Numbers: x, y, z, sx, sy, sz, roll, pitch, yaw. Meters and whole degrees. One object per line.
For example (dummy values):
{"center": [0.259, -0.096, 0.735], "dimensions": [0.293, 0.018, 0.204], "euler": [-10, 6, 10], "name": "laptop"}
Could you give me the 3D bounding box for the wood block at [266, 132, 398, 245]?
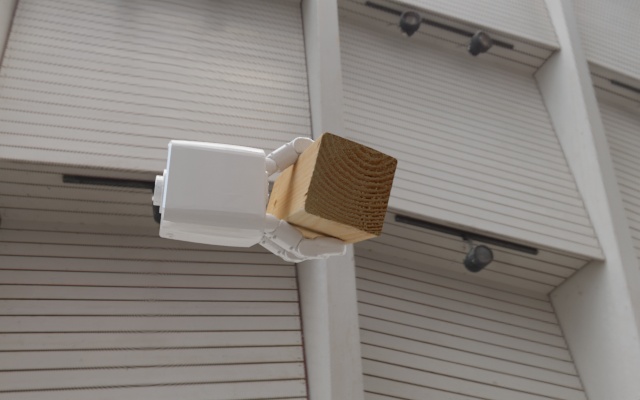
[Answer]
{"center": [0.000, 0.002, 0.583], "dimensions": [0.090, 0.090, 0.206], "euler": [19, -16, -15], "name": "wood block"}
